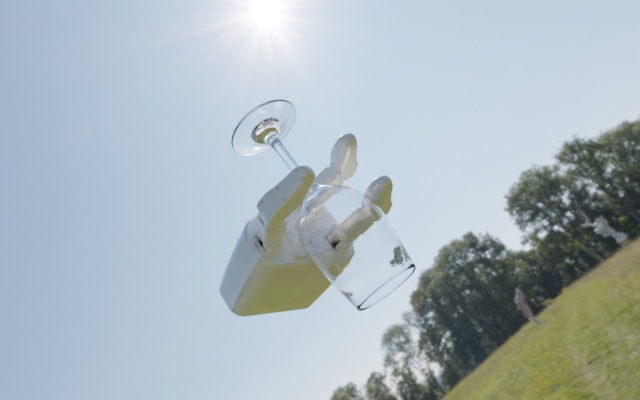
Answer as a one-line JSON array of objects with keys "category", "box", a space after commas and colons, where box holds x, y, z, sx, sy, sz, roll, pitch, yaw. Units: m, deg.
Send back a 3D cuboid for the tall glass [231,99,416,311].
[{"category": "tall glass", "box": [0.000, 0.001, 0.438, 0.079, 0.201, 0.079, -32, -23, -15]}]
